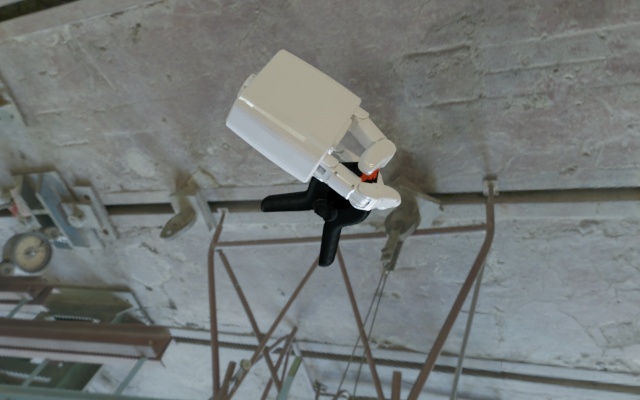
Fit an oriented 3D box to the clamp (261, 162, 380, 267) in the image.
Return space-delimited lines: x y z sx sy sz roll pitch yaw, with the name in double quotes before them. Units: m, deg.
"clamp" 0.000 0.002 0.571 0.120 0.171 0.039 34 40 -4
